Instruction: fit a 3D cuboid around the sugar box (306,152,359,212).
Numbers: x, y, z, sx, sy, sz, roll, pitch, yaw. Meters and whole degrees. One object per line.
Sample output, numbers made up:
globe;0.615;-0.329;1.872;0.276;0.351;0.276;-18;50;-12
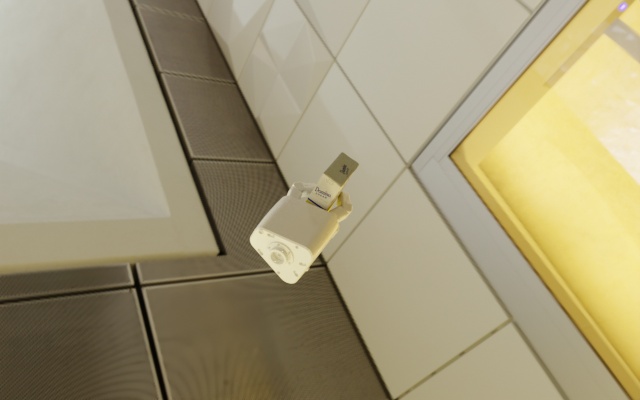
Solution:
sugar box;0.000;0.003;0.872;0.048;0.176;0.093;37;38;2
